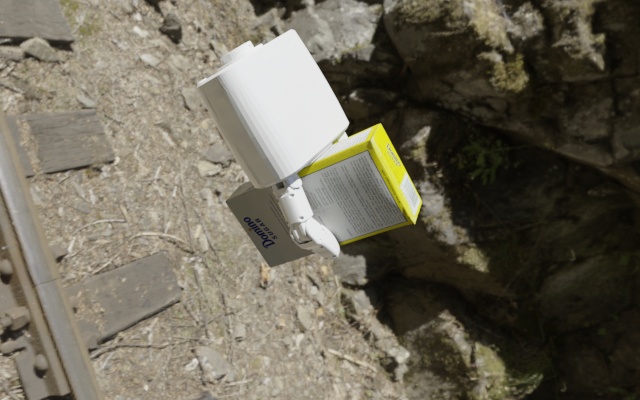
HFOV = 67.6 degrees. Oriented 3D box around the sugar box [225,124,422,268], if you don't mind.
[{"bbox_3d":[0.000,0.001,0.477,0.176,0.093,0.048,-19,22,32],"label":"sugar box"}]
